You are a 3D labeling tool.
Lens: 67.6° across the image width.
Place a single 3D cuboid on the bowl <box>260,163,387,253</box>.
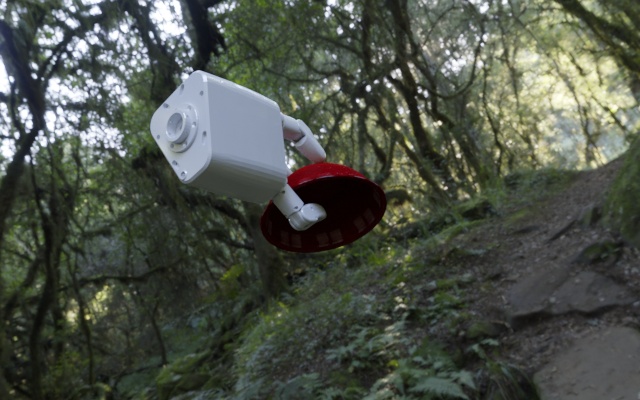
[{"bbox_3d":[0.001,0.002,0.612,0.162,0.055,0.162,-9,-37,-7],"label":"bowl"}]
